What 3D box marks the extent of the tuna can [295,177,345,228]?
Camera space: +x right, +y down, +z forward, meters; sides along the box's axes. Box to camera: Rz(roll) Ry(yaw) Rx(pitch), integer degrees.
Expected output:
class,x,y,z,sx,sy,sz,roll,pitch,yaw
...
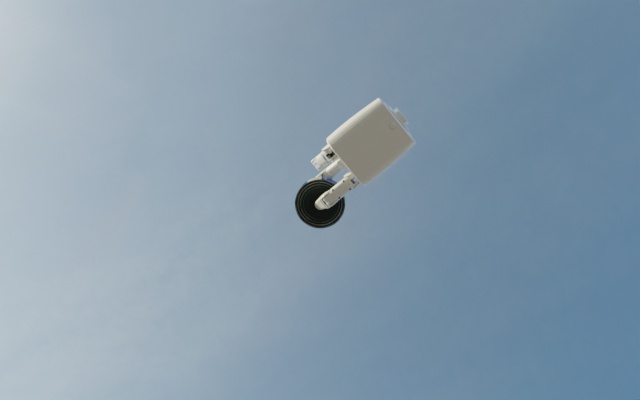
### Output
class,x,y,z,sx,sy,sz,roll,pitch,yaw
tuna can,0.000,0.003,0.824,0.086,0.086,0.033,0,13,4
